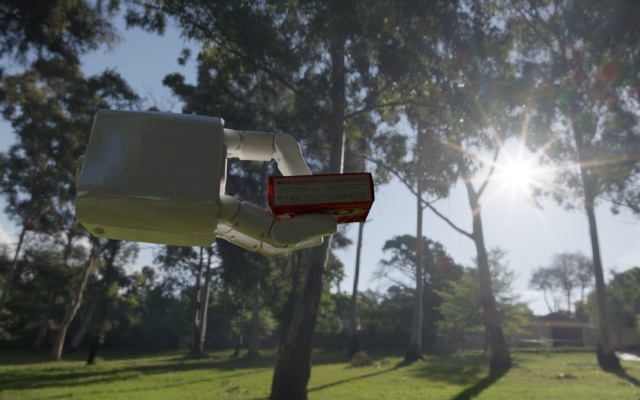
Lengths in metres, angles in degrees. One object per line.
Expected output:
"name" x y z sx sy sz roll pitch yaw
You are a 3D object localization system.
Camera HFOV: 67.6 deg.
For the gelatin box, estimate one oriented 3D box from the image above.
"gelatin box" 0.000 0.001 0.428 0.089 0.030 0.073 -4 -16 -2
